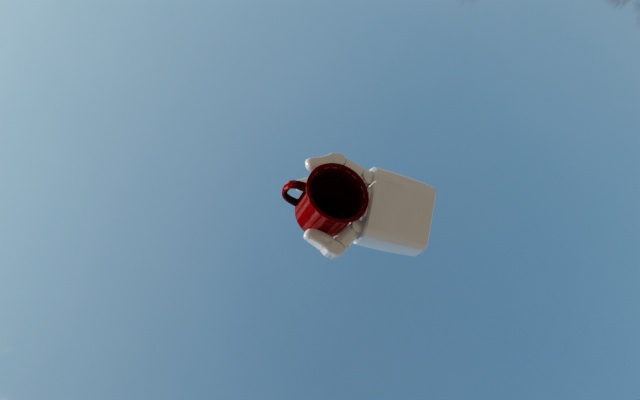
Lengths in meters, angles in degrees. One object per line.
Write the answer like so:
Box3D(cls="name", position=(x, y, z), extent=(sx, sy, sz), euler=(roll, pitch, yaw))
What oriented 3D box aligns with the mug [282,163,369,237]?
Box3D(cls="mug", position=(-0.001, 0.002, 0.689), extent=(0.117, 0.093, 0.081), euler=(16, -30, -14))
